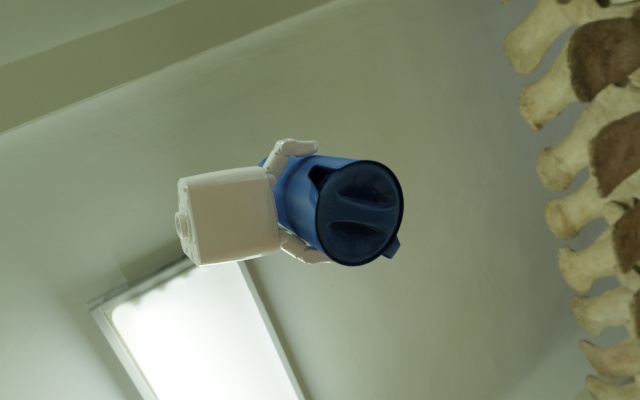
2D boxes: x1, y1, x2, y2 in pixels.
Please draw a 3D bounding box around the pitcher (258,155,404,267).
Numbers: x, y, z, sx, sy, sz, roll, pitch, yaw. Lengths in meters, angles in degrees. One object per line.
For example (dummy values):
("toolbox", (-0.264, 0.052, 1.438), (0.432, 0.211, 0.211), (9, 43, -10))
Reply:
("pitcher", (0.000, 0.002, 0.682), (0.145, 0.149, 0.243), (-11, 16, -28))
